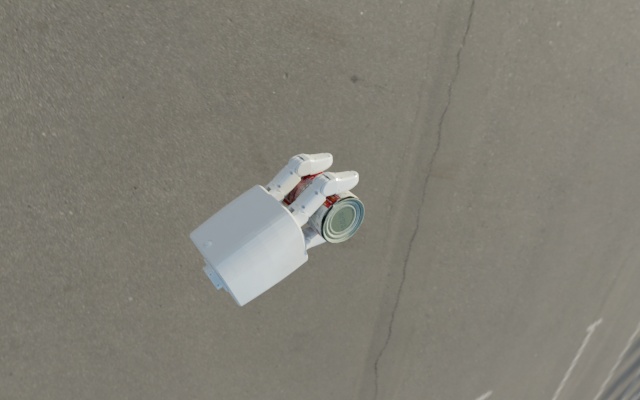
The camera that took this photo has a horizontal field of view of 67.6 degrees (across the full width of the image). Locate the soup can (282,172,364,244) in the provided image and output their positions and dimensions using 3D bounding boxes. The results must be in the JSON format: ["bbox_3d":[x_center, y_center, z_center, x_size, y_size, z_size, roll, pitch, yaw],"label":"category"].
[{"bbox_3d":[0.001,0.002,0.620,0.068,0.068,0.102,0,27,-40],"label":"soup can"}]
